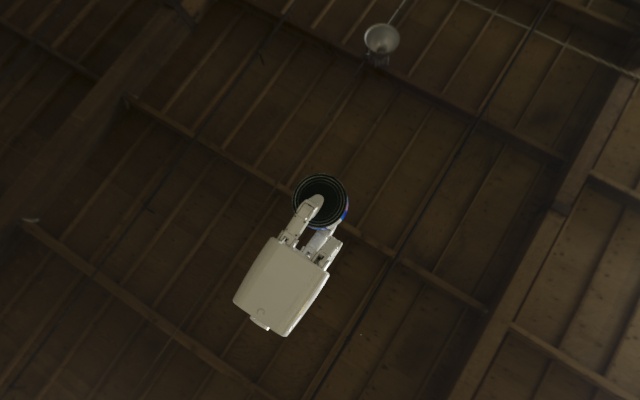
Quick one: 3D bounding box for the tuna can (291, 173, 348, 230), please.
[{"bbox_3d":[0.000,0.002,0.737,0.086,0.086,0.034,0,-11,8],"label":"tuna can"}]
